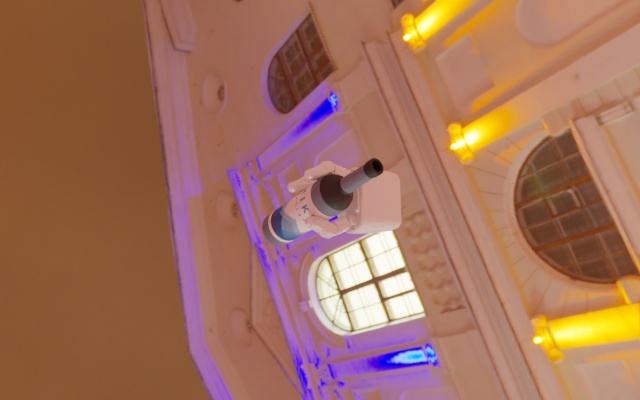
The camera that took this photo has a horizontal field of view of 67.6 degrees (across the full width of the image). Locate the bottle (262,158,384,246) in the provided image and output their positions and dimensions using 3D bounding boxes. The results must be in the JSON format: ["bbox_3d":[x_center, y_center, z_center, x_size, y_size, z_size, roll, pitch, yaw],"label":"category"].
[{"bbox_3d":[0.000,0.003,0.819,0.069,0.069,0.296,0,-22,-38],"label":"bottle"}]
